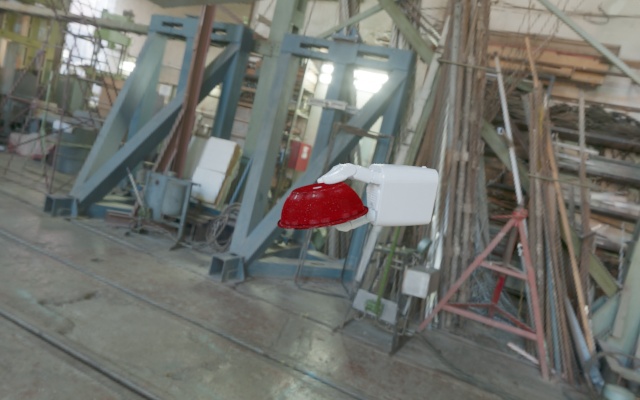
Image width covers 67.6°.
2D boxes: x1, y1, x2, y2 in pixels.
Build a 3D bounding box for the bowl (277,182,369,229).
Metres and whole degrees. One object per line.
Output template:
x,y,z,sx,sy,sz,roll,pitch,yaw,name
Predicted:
-0.001,0.003,0.824,0.162,0.055,0.162,-9,10,2,bowl
